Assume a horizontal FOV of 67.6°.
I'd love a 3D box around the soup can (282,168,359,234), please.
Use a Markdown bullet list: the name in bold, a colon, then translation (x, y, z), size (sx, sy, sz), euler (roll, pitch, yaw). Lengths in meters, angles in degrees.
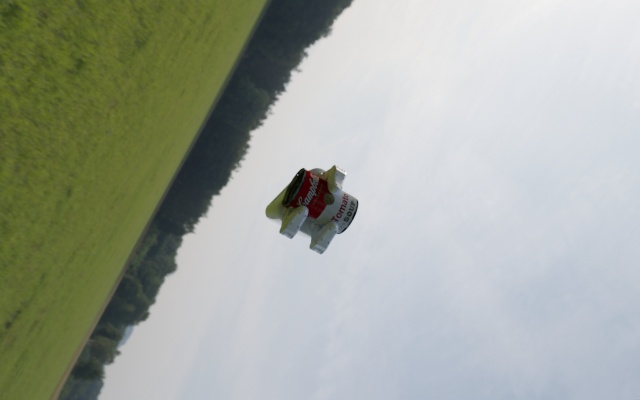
- **soup can**: translation (0.001, 0.002, 0.752), size (0.102, 0.068, 0.068), euler (29, -9, -16)
